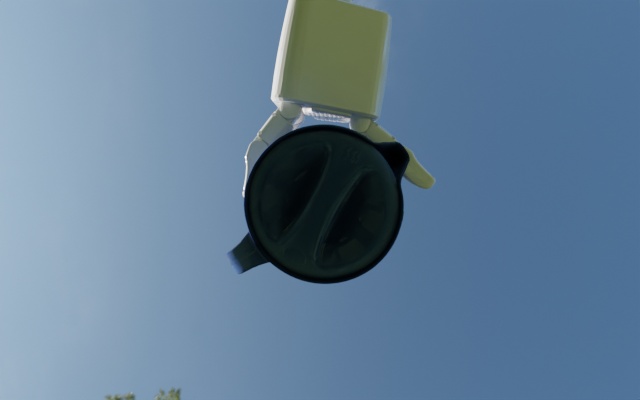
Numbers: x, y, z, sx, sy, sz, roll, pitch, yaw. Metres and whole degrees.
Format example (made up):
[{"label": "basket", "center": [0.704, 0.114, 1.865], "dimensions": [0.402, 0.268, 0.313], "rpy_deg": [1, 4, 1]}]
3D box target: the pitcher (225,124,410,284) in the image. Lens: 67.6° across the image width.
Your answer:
[{"label": "pitcher", "center": [0.000, 0.001, 0.508], "dimensions": [0.149, 0.145, 0.243], "rpy_deg": [10, 4, 3]}]
